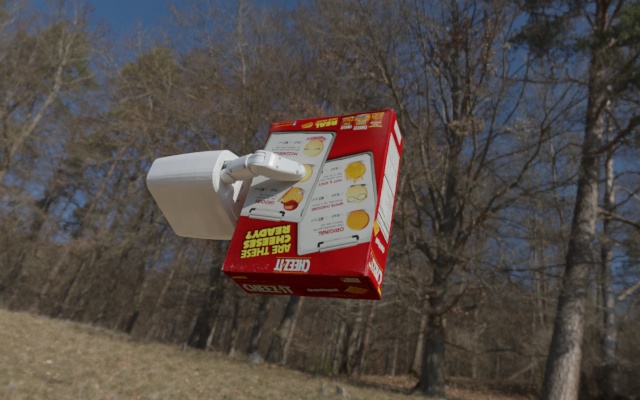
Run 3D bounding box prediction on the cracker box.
[{"bbox_3d":[0.000,0.002,0.551,0.164,0.213,0.072,-2,-34,24],"label":"cracker box"}]
